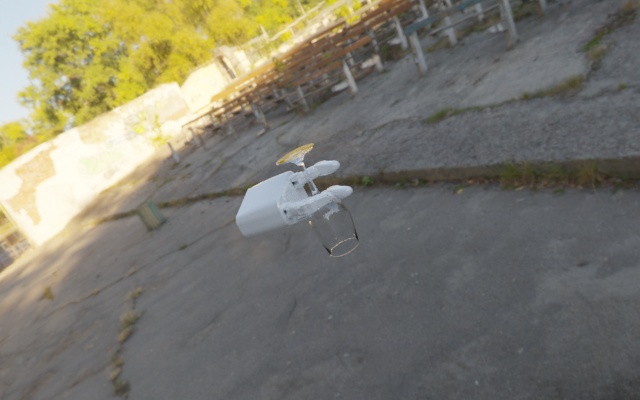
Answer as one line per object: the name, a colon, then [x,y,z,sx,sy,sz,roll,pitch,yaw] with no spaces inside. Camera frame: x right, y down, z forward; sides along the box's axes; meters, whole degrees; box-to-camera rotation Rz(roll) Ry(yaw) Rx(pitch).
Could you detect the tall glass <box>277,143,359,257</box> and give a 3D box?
tall glass: [0.000,0.002,0.860,0.079,0.201,0.079,-26,17,8]
